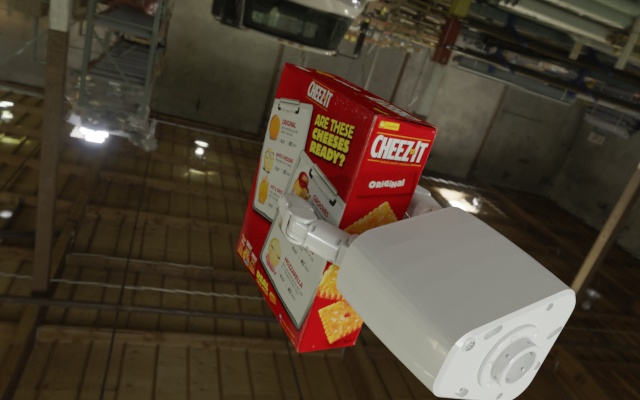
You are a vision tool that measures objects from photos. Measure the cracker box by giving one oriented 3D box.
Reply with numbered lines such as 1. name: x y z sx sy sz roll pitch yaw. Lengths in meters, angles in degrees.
1. cracker box: 0.000 0.002 0.444 0.072 0.214 0.164 4 25 -32
